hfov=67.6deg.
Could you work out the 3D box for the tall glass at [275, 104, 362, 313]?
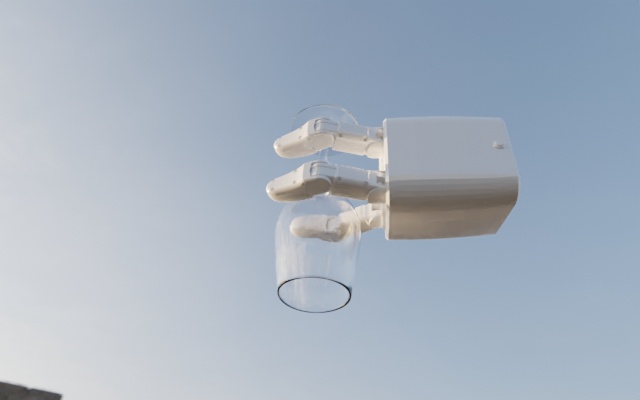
[{"bbox_3d":[0.000,0.001,0.453,0.079,0.200,0.079,3,-39,2],"label":"tall glass"}]
